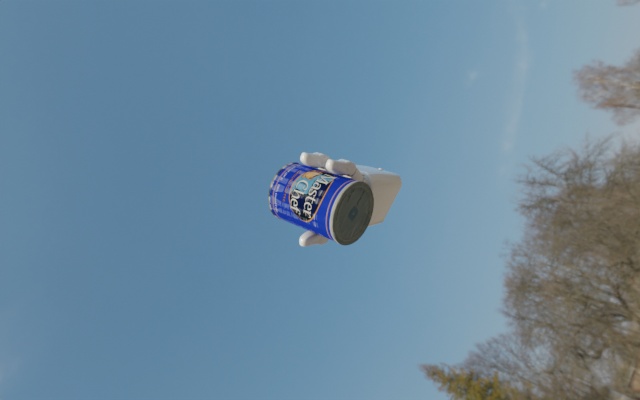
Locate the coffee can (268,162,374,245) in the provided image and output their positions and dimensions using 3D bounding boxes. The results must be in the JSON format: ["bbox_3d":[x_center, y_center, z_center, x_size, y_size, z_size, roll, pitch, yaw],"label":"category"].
[{"bbox_3d":[0.000,0.003,0.774,0.140,0.103,0.103,19,12,38],"label":"coffee can"}]
